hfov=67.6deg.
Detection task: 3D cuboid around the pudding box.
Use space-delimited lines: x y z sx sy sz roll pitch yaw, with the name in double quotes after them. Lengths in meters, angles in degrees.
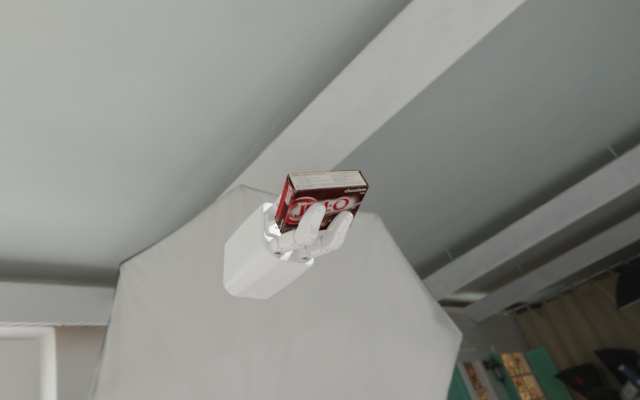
0.000 0.002 0.663 0.113 0.039 0.090 -7 -38 -25 "pudding box"
